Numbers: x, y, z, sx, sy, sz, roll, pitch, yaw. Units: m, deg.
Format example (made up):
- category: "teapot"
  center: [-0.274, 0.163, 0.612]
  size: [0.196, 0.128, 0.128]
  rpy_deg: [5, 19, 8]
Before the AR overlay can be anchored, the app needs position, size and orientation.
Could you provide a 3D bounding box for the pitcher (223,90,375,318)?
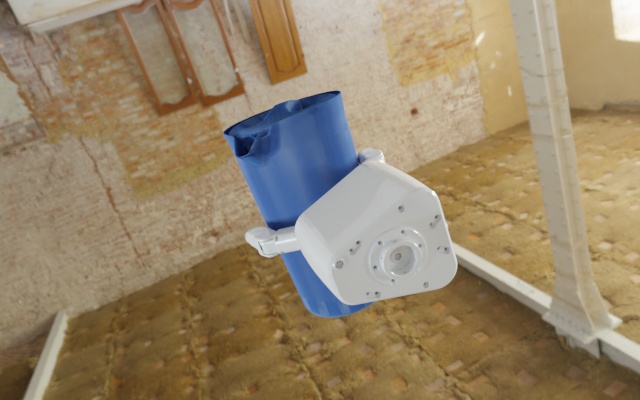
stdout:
- category: "pitcher"
  center: [0.000, 0.002, 0.554]
  size: [0.149, 0.243, 0.145]
  rpy_deg: [-23, 19, -10]
